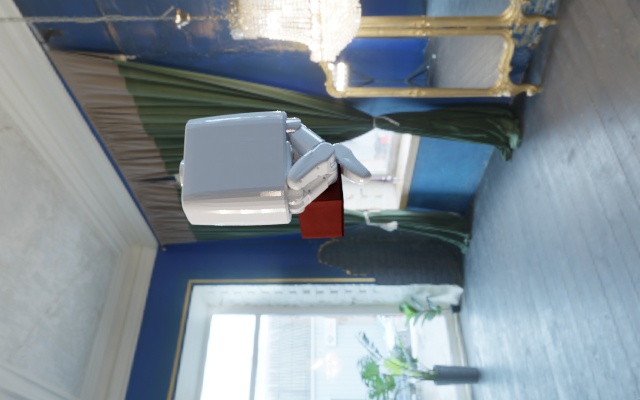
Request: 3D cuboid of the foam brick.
[{"bbox_3d":[0.000,0.002,0.550,0.051,0.053,0.078,-5,-36,0],"label":"foam brick"}]
